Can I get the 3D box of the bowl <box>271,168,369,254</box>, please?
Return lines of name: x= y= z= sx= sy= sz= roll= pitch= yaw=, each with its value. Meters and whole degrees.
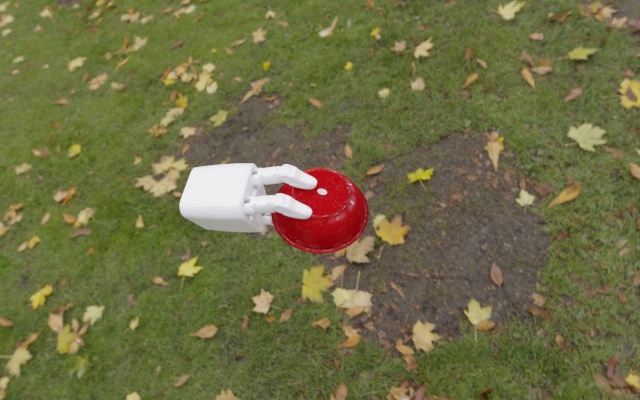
bowl: x=0.001 y=0.002 z=0.766 sx=0.162 sy=0.162 sz=0.055 roll=0 pitch=-35 yaw=-2
